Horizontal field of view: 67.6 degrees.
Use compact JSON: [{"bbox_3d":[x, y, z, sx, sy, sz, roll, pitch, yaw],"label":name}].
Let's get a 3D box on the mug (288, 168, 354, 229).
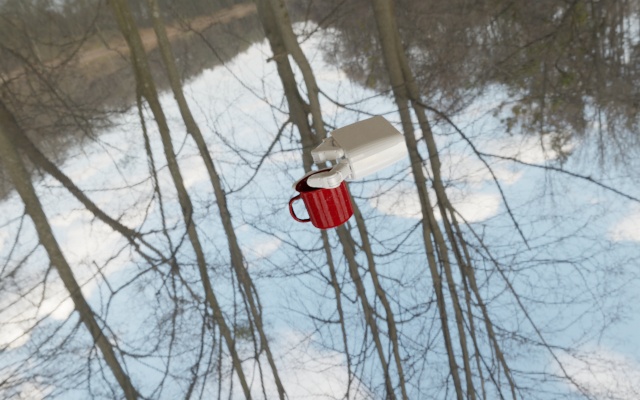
[{"bbox_3d":[-0.001,0.004,0.858,0.117,0.081,0.093,-23,23,-7],"label":"mug"}]
